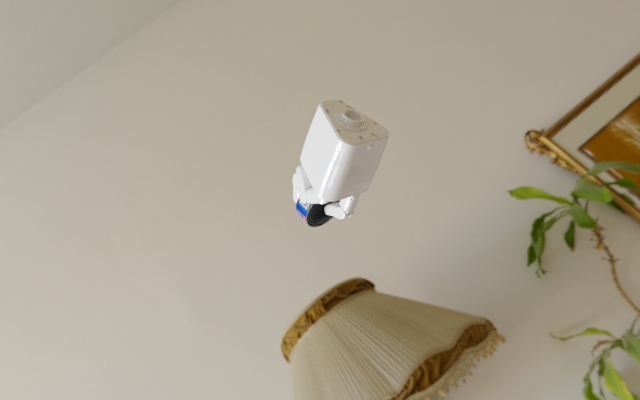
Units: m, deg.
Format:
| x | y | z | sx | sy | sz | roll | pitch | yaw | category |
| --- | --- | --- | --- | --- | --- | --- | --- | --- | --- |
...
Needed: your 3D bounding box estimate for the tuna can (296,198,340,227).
| x | y | z | sx | sy | sz | roll | pitch | yaw | category |
| --- | --- | --- | --- | --- | --- | --- | --- | --- | --- |
| 0.000 | 0.002 | 0.822 | 0.033 | 0.086 | 0.086 | 44 | 25 | 30 | tuna can |
